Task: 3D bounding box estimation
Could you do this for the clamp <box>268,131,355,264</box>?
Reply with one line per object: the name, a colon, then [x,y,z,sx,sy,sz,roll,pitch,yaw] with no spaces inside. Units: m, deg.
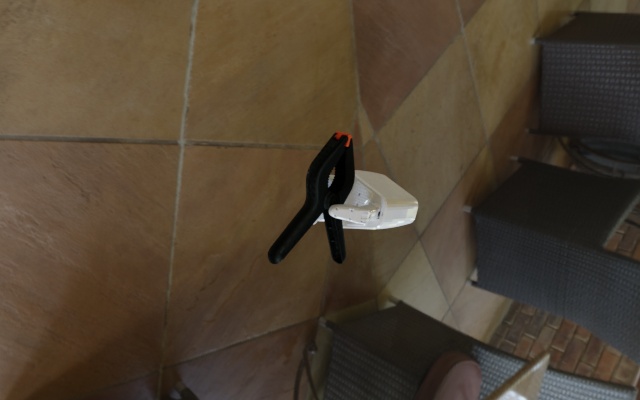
clamp: [0.001,0.002,0.701,0.036,0.210,0.164,20,14,38]
